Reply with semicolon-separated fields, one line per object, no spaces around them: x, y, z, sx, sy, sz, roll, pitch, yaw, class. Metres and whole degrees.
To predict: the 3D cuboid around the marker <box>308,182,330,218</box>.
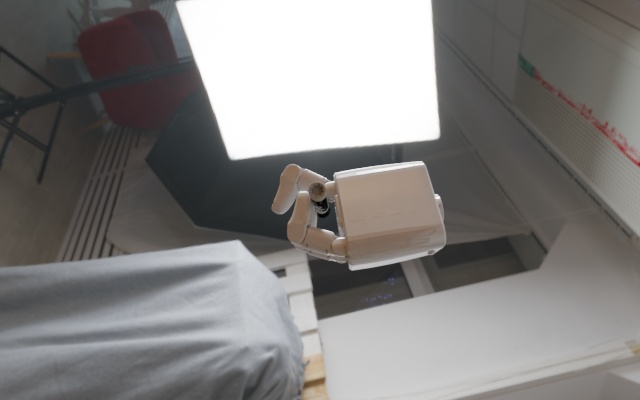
0.000;0.002;0.552;0.020;0.020;0.121;0;-12;3;marker
